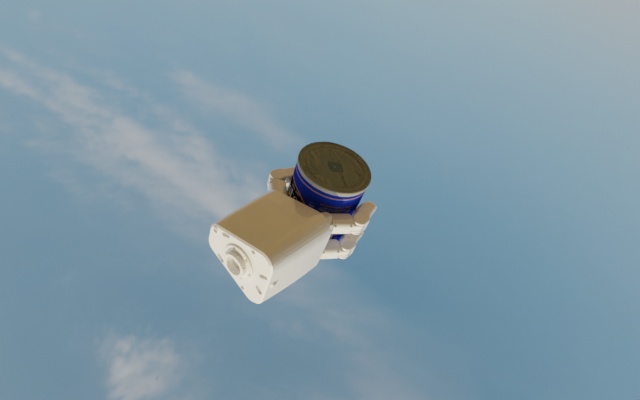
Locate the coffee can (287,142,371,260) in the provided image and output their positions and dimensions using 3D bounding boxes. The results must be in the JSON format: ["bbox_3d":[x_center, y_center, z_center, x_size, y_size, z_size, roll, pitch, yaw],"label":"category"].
[{"bbox_3d":[0.000,0.002,0.679,0.103,0.102,0.140,0,-44,-23],"label":"coffee can"}]
